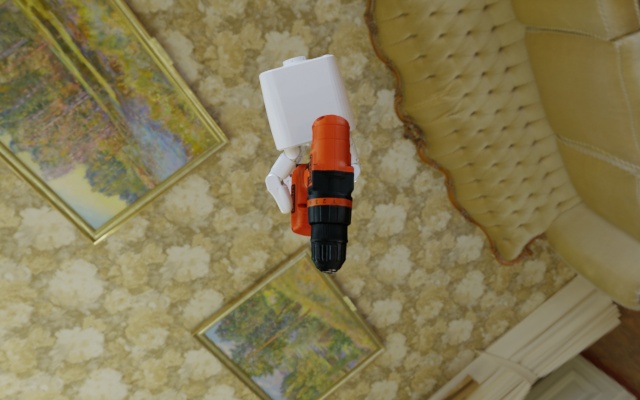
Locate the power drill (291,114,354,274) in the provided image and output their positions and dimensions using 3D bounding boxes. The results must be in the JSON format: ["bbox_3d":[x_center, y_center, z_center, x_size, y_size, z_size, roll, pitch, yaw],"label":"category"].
[{"bbox_3d":[0.000,0.002,0.619,0.057,0.184,0.188,5,-10,-11],"label":"power drill"}]
